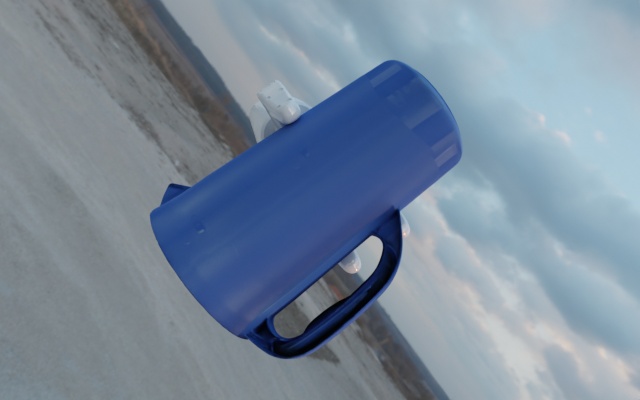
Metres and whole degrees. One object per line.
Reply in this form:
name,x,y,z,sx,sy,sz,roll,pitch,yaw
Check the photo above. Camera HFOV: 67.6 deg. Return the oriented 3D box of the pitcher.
pitcher,0.000,0.001,0.401,0.243,0.149,0.145,-36,25,-2
